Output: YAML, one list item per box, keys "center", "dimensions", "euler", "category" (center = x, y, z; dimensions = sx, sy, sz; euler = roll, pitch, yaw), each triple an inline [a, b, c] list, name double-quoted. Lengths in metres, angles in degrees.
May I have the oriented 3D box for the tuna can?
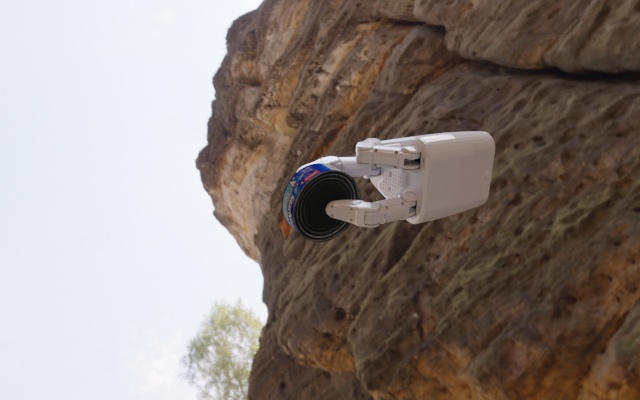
- center: [0.000, 0.002, 0.539]
  dimensions: [0.086, 0.086, 0.033]
  euler: [0, 21, -34]
  category: "tuna can"
